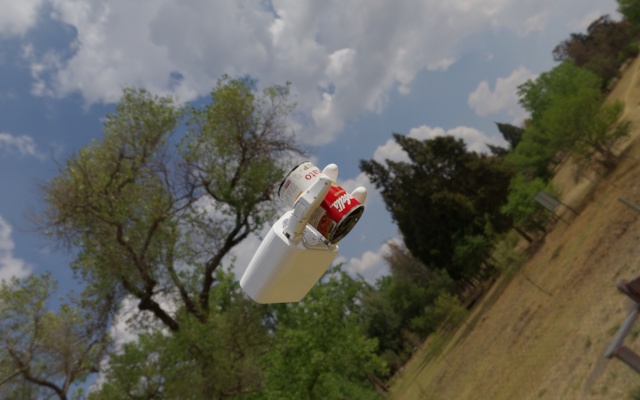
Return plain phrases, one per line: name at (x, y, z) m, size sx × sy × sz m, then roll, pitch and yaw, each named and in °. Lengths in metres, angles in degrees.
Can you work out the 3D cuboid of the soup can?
soup can at (0.000, 0.002, 0.654) m, size 0.102 × 0.068 × 0.068 m, roll 40°, pitch 15°, yaw 18°
